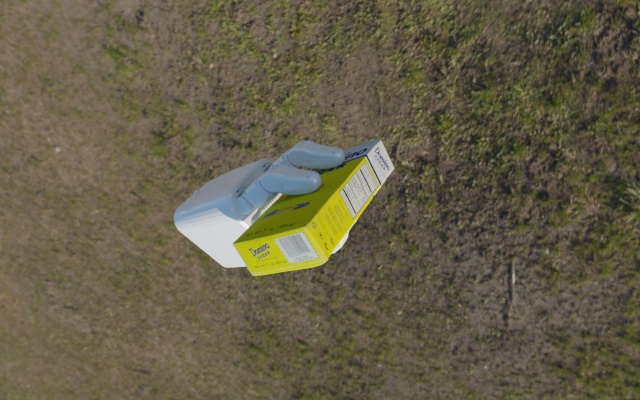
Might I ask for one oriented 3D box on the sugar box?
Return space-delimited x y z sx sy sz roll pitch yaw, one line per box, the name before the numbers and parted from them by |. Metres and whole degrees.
sugar box | 0.000 0.001 0.483 0.093 0.048 0.176 -15 25 36
